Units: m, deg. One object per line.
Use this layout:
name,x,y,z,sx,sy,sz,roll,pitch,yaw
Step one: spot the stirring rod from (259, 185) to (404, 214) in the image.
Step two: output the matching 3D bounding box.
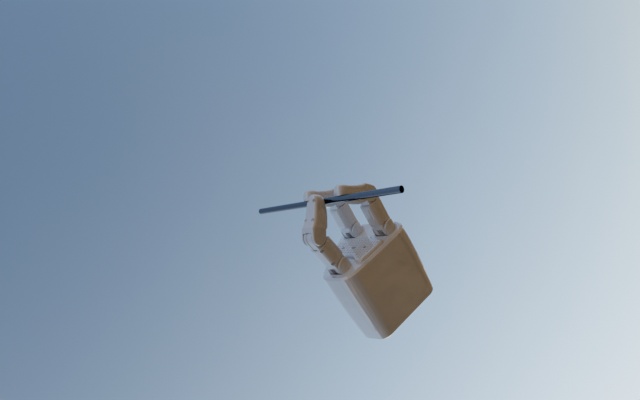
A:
stirring rod,0.000,0.002,0.565,0.011,0.011,0.239,0,-6,-43
